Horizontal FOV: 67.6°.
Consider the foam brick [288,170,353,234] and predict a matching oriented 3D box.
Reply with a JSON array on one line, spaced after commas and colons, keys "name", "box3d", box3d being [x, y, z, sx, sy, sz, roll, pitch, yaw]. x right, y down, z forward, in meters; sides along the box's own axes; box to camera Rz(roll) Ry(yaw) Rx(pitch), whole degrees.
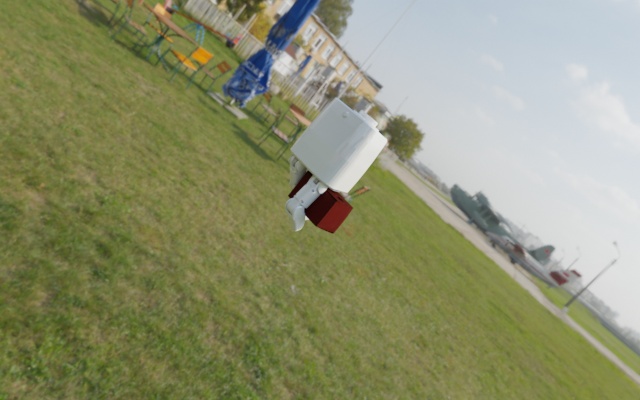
[{"name": "foam brick", "box3d": [0.000, 0.003, 0.722, 0.078, 0.051, 0.053, 46, 11, 32]}]
